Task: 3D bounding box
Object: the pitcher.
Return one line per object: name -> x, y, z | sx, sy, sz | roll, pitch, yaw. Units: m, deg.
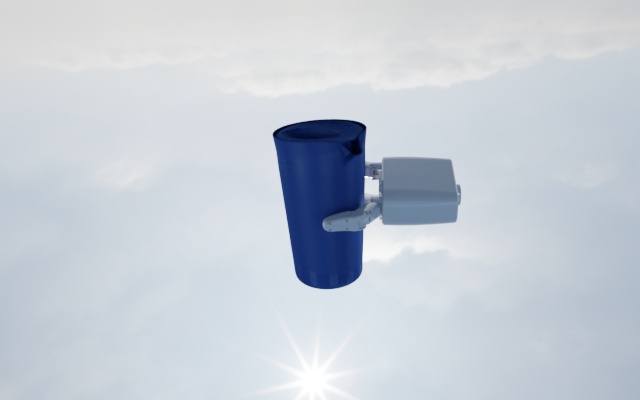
pitcher -> 0.000, 0.002, 0.723 | 0.145, 0.243, 0.149 | 0, 23, 8
